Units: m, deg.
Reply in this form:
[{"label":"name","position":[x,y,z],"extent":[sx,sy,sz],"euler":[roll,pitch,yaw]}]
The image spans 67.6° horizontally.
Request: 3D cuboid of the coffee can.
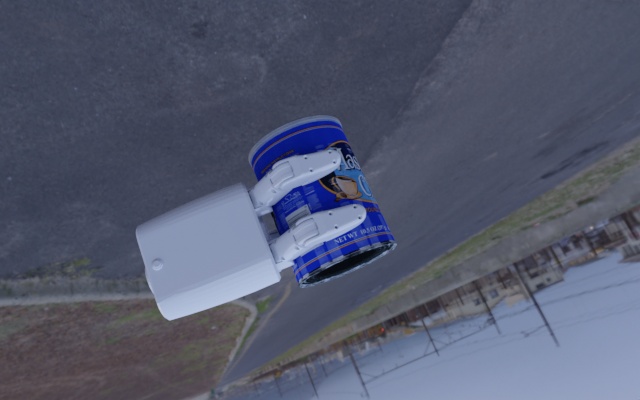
[{"label":"coffee can","position":[0.000,0.001,0.476],"extent":[0.103,0.140,0.103],"euler":[-22,-16,-7]}]
